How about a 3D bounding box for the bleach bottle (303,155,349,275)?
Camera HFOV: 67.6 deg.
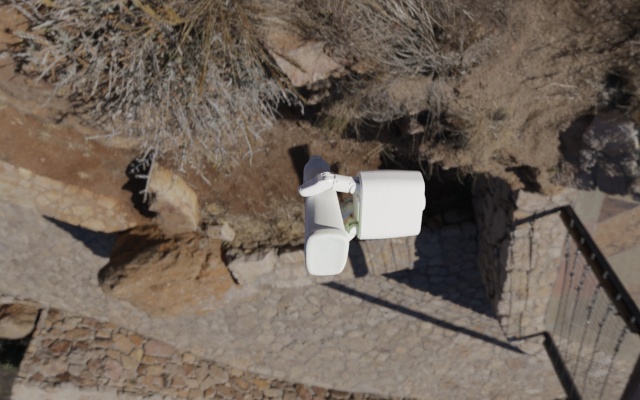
[{"bbox_3d":[0.000,0.003,0.829,0.068,0.103,0.250,-1,43,-5],"label":"bleach bottle"}]
